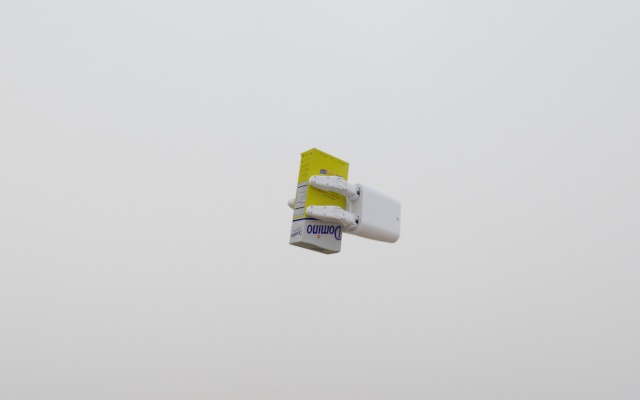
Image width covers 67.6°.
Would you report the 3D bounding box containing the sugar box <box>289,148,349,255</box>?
[{"bbox_3d":[0.001,0.003,0.868,0.093,0.176,0.048,19,-23,-36],"label":"sugar box"}]
